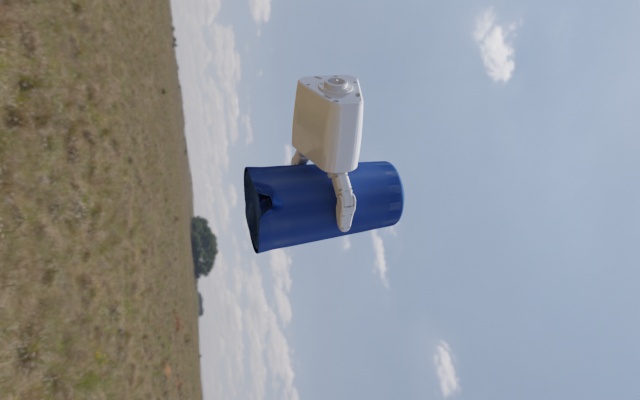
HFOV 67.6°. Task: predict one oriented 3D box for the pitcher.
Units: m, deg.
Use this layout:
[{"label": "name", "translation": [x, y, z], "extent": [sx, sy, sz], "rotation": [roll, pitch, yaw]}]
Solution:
[{"label": "pitcher", "translation": [0.000, 0.002, 0.765], "extent": [0.243, 0.145, 0.149], "rotation": [-7, 38, -16]}]
